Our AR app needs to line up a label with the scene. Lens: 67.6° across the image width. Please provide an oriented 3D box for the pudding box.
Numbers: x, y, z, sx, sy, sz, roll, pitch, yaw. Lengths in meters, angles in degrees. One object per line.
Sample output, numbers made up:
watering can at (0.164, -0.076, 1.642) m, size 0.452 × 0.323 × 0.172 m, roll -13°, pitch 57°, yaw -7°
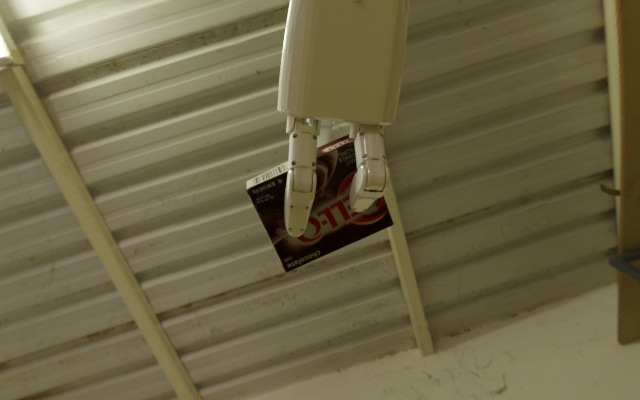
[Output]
pudding box at (0.000, 0.001, 0.437) m, size 0.113 × 0.090 × 0.039 m, roll -23°, pitch 21°, yaw -1°
